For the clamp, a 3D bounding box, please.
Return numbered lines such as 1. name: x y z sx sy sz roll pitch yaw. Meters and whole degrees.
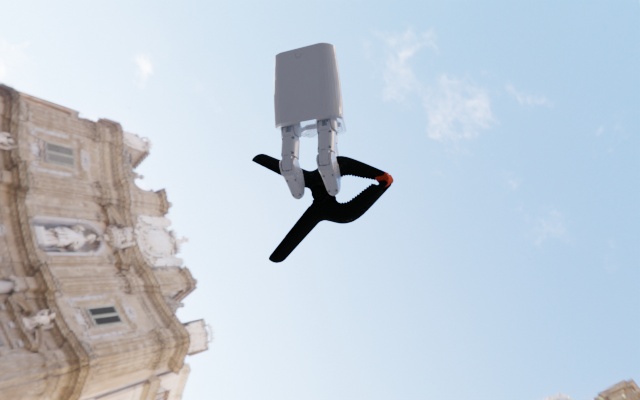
1. clamp: 0.001 0.002 0.677 0.210 0.164 0.036 -6 -4 23
